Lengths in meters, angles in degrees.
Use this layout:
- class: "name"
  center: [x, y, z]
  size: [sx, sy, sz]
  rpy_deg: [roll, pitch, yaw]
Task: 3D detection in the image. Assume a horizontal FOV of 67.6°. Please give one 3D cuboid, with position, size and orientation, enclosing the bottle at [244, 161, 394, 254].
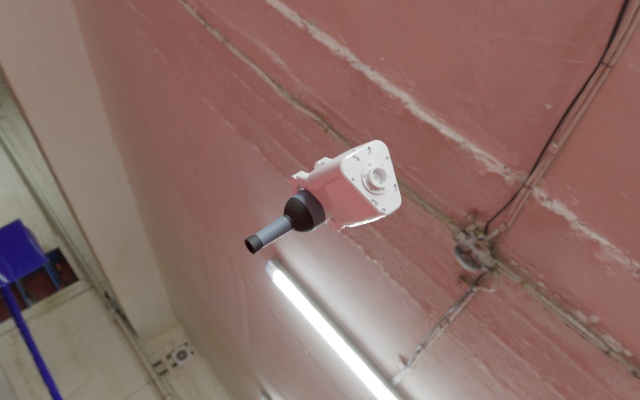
- class: "bottle"
  center: [0.000, 0.003, 0.804]
  size: [0.295, 0.069, 0.069]
  rpy_deg: [-32, 17, -28]
